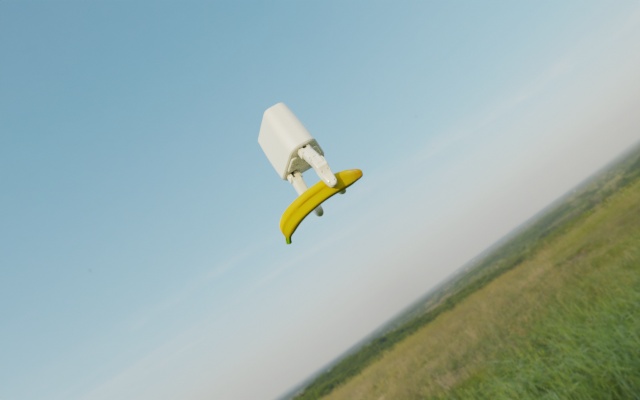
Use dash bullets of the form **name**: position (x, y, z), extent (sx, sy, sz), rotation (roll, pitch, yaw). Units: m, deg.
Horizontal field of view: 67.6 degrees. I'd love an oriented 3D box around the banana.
- **banana**: position (-0.009, 0.001, 0.869), extent (0.198, 0.037, 0.070), rotation (-42, -25, 9)
